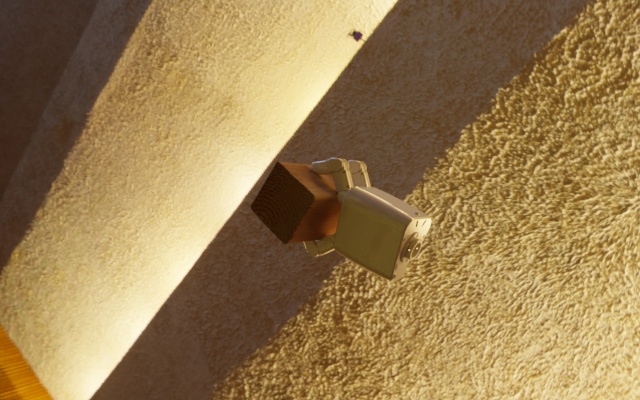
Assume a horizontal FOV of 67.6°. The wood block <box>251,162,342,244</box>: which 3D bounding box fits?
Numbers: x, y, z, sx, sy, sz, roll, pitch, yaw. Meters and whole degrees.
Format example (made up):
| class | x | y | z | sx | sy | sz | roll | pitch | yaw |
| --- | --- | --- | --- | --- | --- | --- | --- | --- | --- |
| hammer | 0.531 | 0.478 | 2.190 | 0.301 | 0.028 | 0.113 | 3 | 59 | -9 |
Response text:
| class | x | y | z | sx | sy | sz | roll | pitch | yaw |
| --- | --- | --- | --- | --- | --- | --- | --- | --- | --- |
| wood block | 0.000 | 0.003 | 0.775 | 0.090 | 0.091 | 0.206 | 43 | 22 | 26 |
